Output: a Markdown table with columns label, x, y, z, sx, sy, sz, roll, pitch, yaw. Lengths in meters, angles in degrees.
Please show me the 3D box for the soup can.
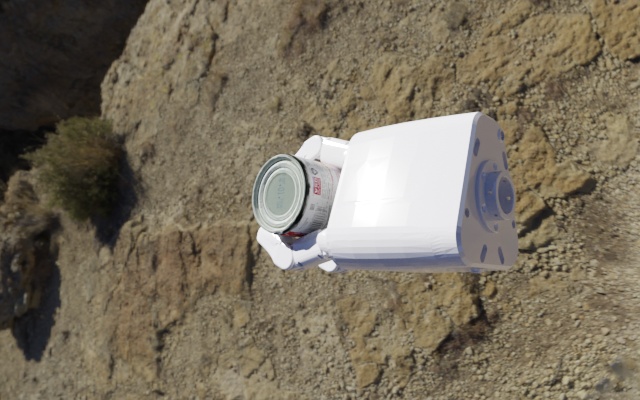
| label | x | y | z | sx | sy | sz | roll | pitch | yaw |
| --- | --- | --- | --- | --- | --- | --- | --- | --- | --- |
| soup can | -0.001 | 0.001 | 0.420 | 0.068 | 0.068 | 0.102 | 0 | -8 | 44 |
